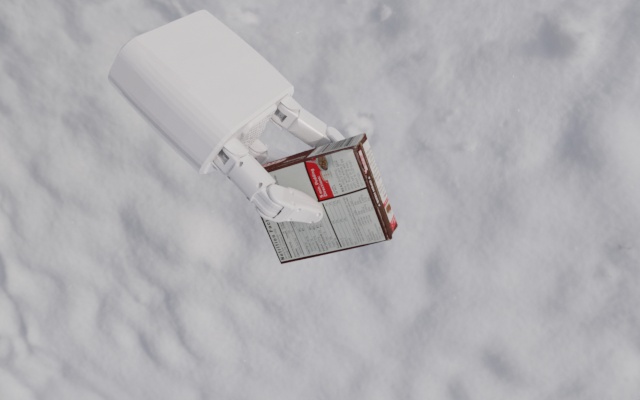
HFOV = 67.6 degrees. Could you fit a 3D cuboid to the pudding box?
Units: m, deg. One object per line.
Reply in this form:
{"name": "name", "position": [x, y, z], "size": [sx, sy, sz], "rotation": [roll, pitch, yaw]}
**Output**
{"name": "pudding box", "position": [0.000, 0.001, 0.422], "size": [0.113, 0.090, 0.039], "rotation": [-14, 17, 26]}
